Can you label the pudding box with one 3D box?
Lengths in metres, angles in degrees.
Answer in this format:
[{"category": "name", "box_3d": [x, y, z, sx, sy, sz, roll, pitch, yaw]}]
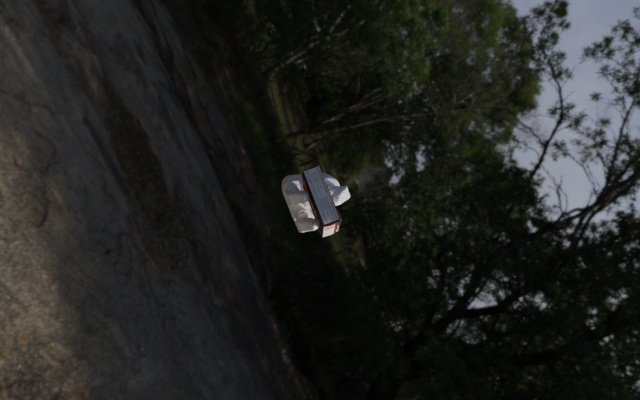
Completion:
[{"category": "pudding box", "box_3d": [0.000, 0.003, 0.876, 0.039, 0.113, 0.090, -22, -15, -6]}]
